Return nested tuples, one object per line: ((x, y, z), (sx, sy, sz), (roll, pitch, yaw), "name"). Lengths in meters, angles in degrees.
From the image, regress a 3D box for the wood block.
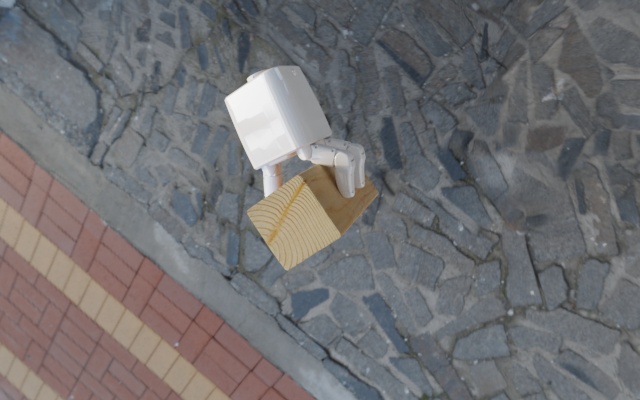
((0.000, 0.002, 0.654), (0.091, 0.090, 0.206), (-33, 2, 24), "wood block")
